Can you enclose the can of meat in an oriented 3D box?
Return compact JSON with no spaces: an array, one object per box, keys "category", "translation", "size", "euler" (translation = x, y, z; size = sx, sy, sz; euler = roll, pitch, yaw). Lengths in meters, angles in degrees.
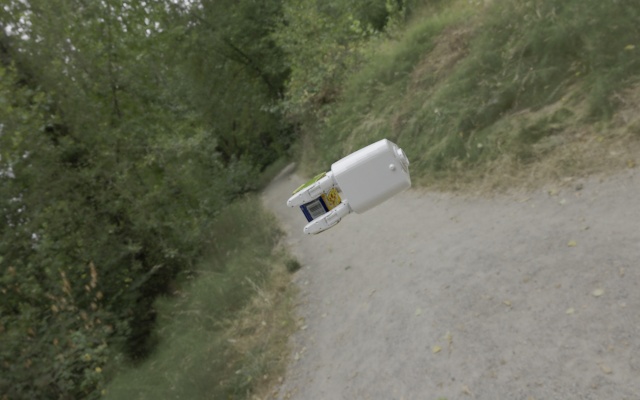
[{"category":"can of meat","translation":[0.000,0.003,0.868],"size":[0.057,0.084,0.102],"euler":[-27,8,22]}]
